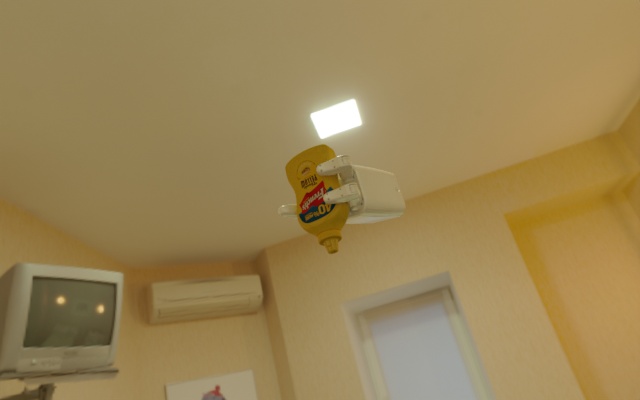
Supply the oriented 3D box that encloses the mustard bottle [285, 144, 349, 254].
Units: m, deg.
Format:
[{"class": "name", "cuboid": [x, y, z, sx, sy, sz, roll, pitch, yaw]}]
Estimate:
[{"class": "mustard bottle", "cuboid": [0.000, 0.002, 0.837, 0.096, 0.191, 0.058, -26, -27, 22]}]
